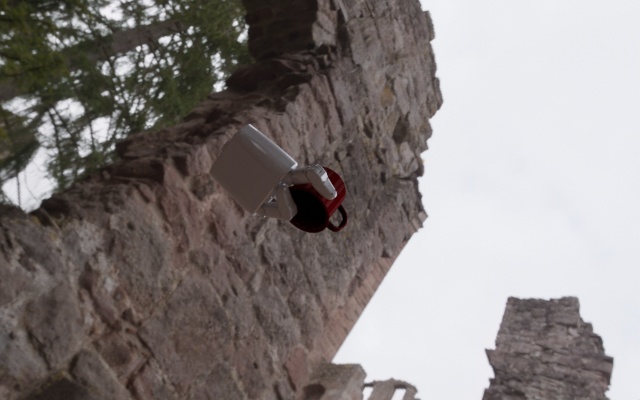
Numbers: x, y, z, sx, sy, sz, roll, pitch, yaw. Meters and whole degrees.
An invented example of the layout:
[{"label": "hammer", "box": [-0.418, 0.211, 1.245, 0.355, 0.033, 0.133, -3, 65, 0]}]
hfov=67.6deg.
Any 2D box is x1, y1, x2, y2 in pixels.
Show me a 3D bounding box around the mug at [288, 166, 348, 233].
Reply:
[{"label": "mug", "box": [0.001, 0.003, 0.810, 0.093, 0.117, 0.081, -46, 2, 45]}]
